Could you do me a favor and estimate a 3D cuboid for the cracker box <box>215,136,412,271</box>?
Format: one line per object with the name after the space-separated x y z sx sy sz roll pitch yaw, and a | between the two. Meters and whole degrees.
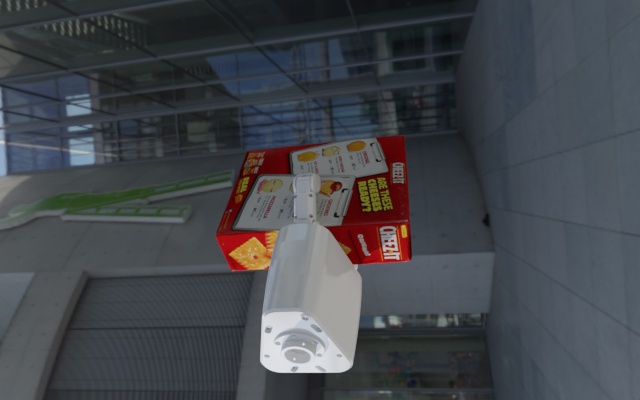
0.000 0.002 0.584 0.214 0.072 0.164 -4 40 11 | cracker box
